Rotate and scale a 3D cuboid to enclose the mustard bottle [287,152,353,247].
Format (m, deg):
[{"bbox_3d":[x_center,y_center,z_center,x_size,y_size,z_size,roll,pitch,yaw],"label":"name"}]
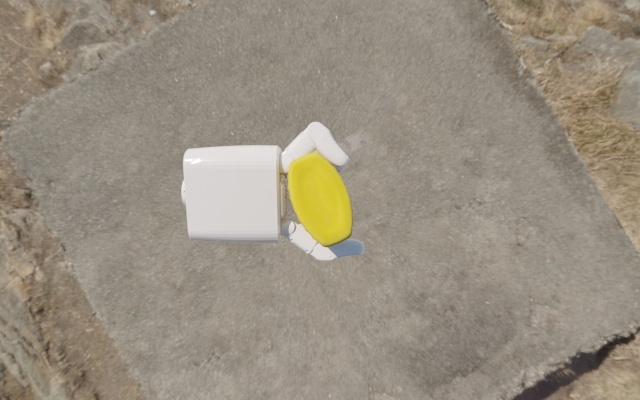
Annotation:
[{"bbox_3d":[0.000,0.002,0.567,0.058,0.096,0.191,-24,-2,-1],"label":"mustard bottle"}]
